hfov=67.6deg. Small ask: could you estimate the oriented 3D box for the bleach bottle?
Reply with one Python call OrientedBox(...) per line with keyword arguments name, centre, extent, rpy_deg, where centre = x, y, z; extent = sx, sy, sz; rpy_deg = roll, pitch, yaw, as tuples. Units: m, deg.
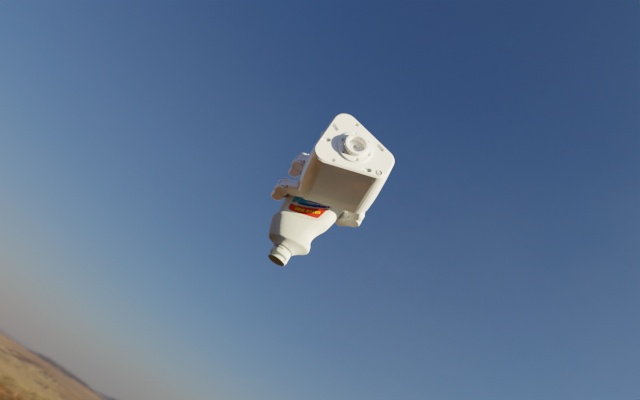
OrientedBox(name="bleach bottle", centre=(0.000, 0.002, 0.775), extent=(0.102, 0.250, 0.068), rpy_deg=(30, -29, 5))
